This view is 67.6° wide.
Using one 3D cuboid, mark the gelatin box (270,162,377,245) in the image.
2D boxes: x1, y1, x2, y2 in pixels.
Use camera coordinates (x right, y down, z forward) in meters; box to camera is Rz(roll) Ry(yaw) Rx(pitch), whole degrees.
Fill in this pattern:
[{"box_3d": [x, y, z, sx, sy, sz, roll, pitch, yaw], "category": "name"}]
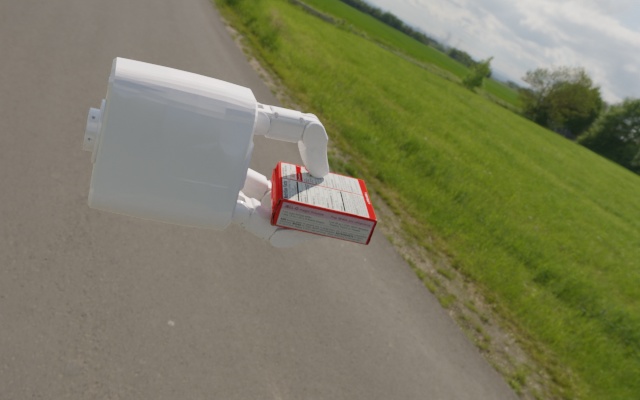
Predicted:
[{"box_3d": [0.001, 0.001, 0.429, 0.089, 0.030, 0.073, 12, 28, -13], "category": "gelatin box"}]
